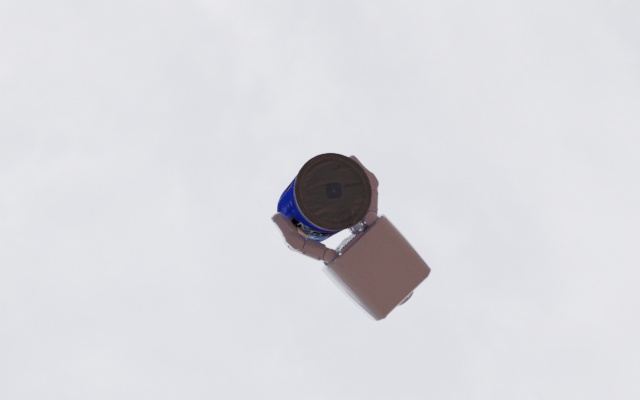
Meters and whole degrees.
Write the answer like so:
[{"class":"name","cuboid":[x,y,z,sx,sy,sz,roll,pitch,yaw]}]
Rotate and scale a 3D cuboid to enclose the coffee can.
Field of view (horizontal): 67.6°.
[{"class":"coffee can","cuboid":[0.000,0.002,0.674,0.103,0.102,0.140,0,-12,-15]}]
